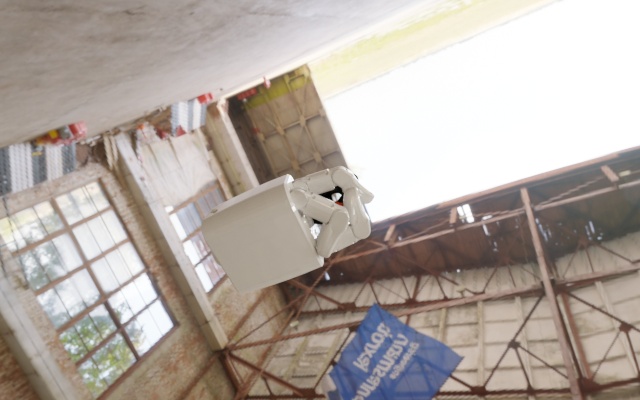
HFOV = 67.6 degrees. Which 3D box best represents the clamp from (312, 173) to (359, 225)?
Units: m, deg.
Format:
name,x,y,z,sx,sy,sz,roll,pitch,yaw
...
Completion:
name,x,y,z,sx,sy,sz,roll,pitch,yaw
clamp,0.000,0.003,0.642,0.120,0.039,0.171,-22,11,4
